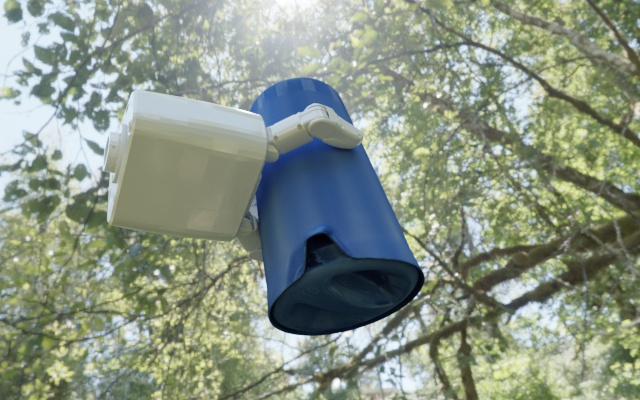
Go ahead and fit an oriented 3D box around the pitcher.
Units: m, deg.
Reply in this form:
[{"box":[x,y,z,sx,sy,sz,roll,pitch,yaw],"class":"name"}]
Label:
[{"box":[0.000,0.001,0.471,0.145,0.242,0.149,9,-43,-29],"class":"pitcher"}]
